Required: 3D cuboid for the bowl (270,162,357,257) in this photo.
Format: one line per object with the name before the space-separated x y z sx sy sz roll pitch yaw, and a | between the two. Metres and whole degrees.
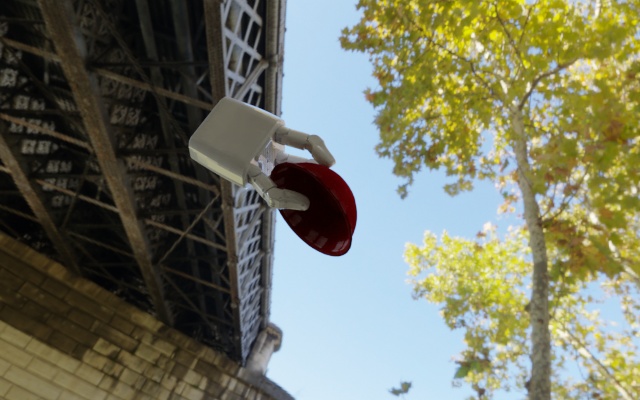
bowl | 0.001 0.003 0.698 0.055 0.162 0.162 -38 22 -31
